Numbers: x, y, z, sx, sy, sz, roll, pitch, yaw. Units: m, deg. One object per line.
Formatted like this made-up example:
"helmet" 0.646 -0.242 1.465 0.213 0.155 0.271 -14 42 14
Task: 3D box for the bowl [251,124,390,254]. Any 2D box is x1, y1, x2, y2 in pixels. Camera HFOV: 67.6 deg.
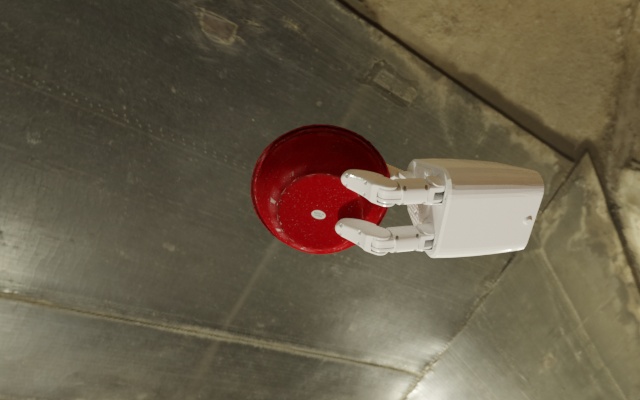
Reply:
"bowl" -0.001 0.002 0.524 0.162 0.162 0.055 0 26 1
